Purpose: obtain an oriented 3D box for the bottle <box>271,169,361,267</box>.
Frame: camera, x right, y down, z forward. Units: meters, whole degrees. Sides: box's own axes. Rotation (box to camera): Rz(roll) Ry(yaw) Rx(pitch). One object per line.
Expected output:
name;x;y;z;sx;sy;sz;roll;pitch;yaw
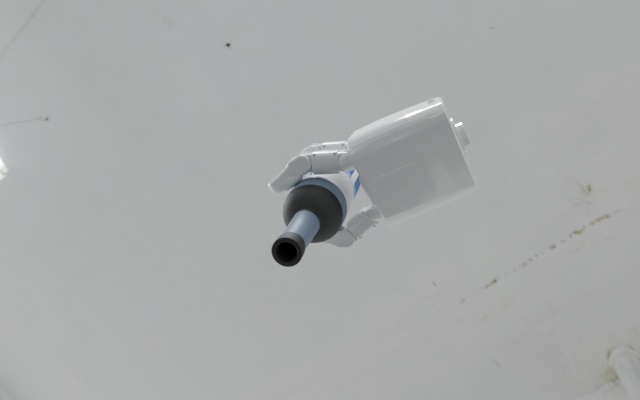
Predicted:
bottle;0.000;0.002;0.543;0.069;0.069;0.295;0;17;12
